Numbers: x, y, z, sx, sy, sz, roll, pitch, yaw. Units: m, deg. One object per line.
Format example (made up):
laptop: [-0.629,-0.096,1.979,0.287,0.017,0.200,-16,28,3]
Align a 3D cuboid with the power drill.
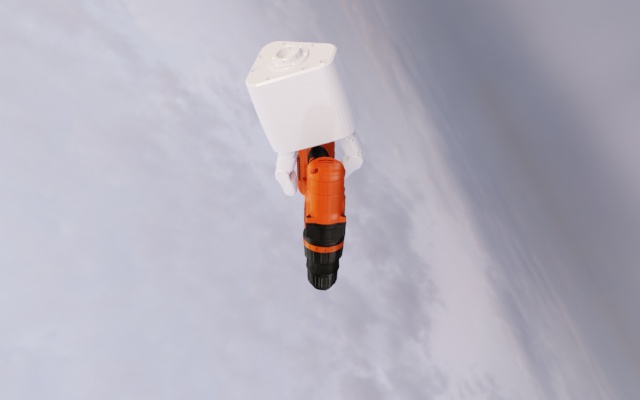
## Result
power drill: [0.000,0.002,0.649,0.057,0.184,0.187,0,29,-7]
